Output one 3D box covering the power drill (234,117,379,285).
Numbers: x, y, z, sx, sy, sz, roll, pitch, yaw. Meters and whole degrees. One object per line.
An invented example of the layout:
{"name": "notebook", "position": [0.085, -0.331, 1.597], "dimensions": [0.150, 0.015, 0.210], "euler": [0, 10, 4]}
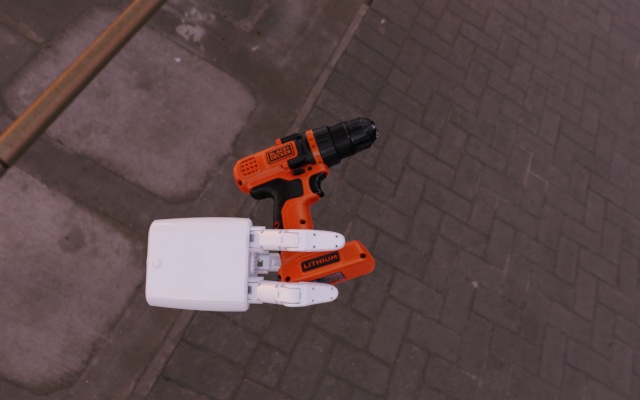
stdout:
{"name": "power drill", "position": [0.000, 0.002, 0.558], "dimensions": [0.184, 0.187, 0.057], "euler": [-21, -27, 7]}
